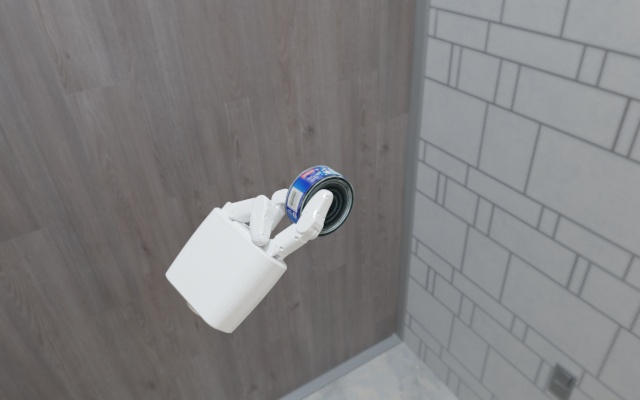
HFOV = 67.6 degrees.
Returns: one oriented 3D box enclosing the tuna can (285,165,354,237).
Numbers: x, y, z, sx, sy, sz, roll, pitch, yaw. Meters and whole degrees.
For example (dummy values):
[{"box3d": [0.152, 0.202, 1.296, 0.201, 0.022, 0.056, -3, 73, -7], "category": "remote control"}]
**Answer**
[{"box3d": [0.000, 0.002, 0.596, 0.086, 0.086, 0.033, 0, 23, -39], "category": "tuna can"}]
